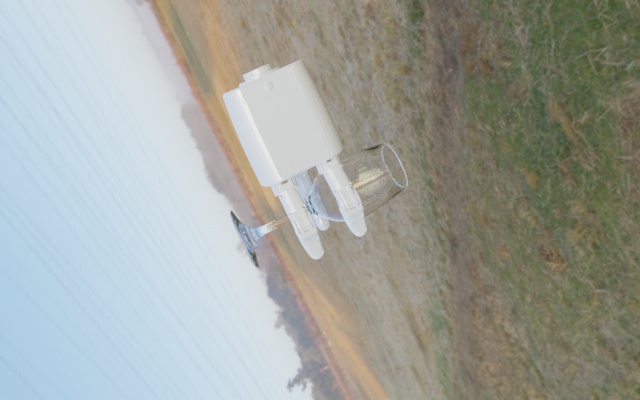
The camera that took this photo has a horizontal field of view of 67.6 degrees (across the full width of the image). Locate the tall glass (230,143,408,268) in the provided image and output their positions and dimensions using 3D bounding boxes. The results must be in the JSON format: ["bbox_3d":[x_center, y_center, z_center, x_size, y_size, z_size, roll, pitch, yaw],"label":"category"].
[{"bbox_3d":[0.000,0.002,0.563,0.201,0.079,0.079,-26,2,-5],"label":"tall glass"}]
